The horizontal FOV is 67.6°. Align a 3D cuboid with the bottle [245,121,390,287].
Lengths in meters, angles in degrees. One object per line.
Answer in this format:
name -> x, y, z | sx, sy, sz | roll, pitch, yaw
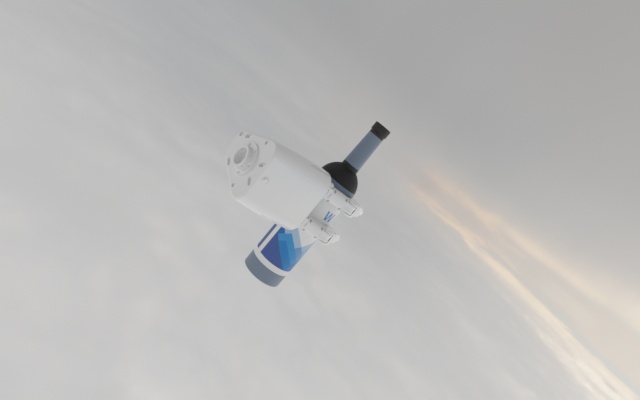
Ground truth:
bottle -> 0.000, 0.003, 0.729 | 0.069, 0.296, 0.069 | 39, 10, -8
